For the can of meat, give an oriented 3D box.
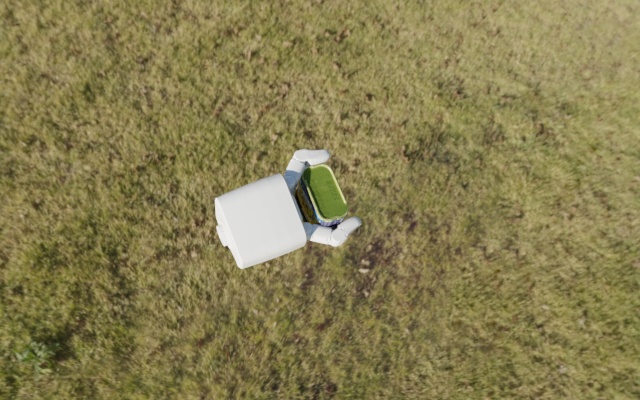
[{"bbox_3d":[0.000,0.002,0.767,0.057,0.102,0.084,-18,-20,-18],"label":"can of meat"}]
